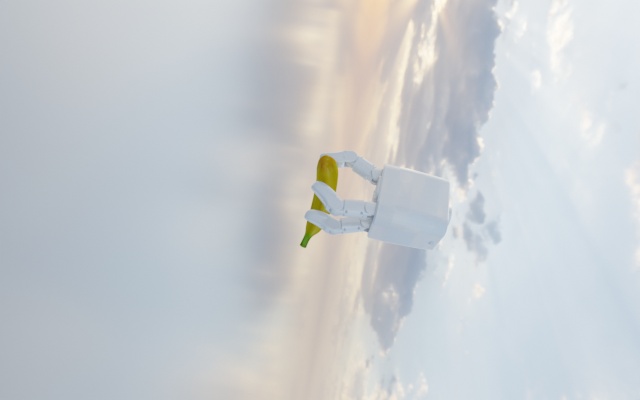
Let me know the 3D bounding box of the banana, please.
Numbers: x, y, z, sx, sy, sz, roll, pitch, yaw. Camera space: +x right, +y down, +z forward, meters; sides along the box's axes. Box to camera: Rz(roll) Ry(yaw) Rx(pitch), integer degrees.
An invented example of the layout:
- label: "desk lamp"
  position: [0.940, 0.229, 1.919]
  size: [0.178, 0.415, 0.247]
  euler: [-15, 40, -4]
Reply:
- label: "banana"
  position: [0.004, -0.007, 0.772]
  size: [0.037, 0.198, 0.069]
  euler: [16, 42, 4]
